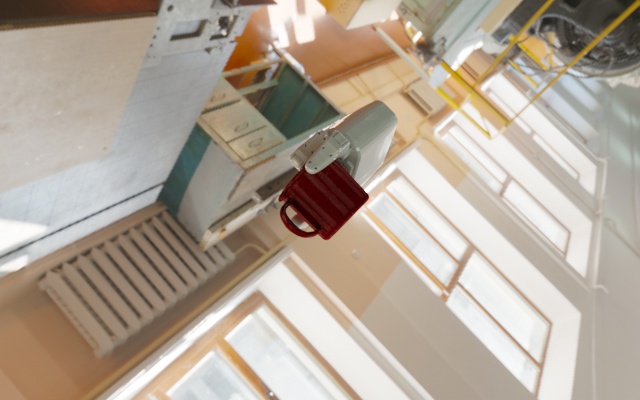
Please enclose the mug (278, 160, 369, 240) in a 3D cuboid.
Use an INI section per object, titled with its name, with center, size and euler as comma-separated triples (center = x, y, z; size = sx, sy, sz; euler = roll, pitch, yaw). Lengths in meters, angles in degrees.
[mug]
center = -0.001, 0.003, 0.597
size = 0.117, 0.081, 0.093
euler = -41, -6, -37
